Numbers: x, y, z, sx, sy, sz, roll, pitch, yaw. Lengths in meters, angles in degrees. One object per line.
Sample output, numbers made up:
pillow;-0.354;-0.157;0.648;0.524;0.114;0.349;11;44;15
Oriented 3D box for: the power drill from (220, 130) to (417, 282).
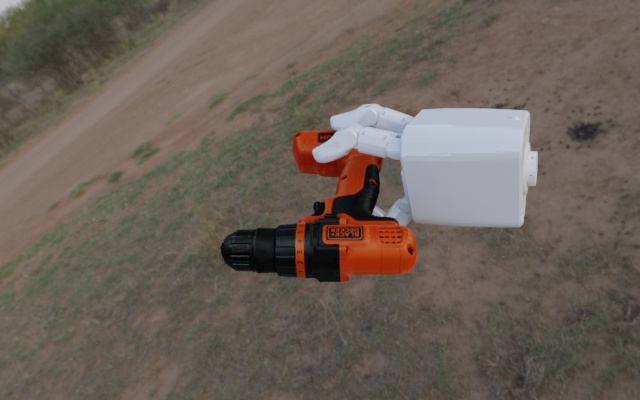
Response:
power drill;0.000;0.001;0.501;0.184;0.057;0.187;1;45;3
